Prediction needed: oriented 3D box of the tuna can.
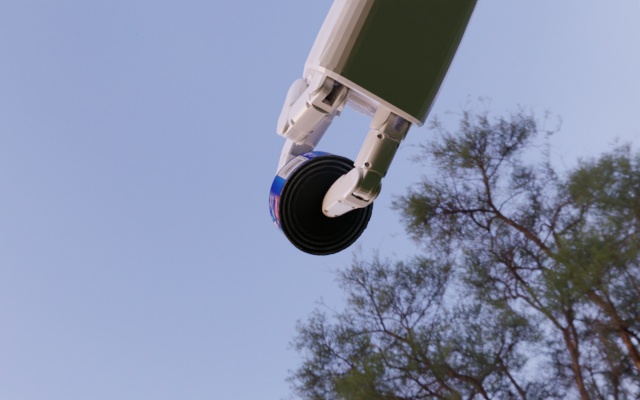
[{"bbox_3d":[0.000,0.001,0.408,0.086,0.086,0.033,0,13,-23],"label":"tuna can"}]
